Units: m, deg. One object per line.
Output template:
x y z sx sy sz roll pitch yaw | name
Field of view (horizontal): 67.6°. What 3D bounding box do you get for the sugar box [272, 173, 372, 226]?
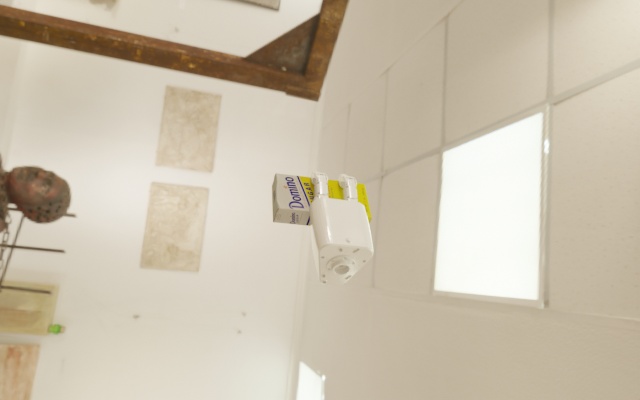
0.000 0.003 0.884 0.176 0.093 0.048 8 -45 -16 | sugar box
